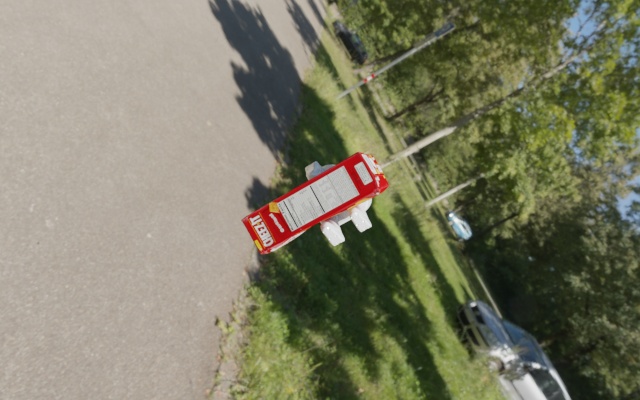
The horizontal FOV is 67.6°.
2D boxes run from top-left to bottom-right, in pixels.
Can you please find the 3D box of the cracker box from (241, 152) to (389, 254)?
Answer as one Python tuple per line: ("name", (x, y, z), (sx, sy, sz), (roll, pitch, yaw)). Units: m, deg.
("cracker box", (0.000, 0.002, 0.786), (0.214, 0.072, 0.164), (-30, -3, 13))
